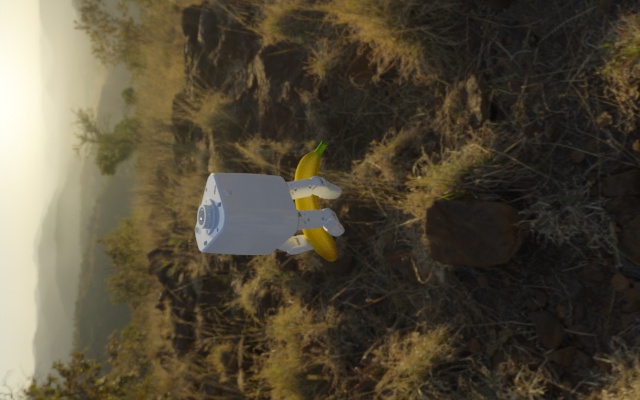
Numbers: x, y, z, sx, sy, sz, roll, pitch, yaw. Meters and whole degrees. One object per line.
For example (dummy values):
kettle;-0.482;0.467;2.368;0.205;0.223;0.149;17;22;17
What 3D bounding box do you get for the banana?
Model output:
banana;-0.011;0.005;0.756;0.037;0.197;0.070;7;-22;-36
